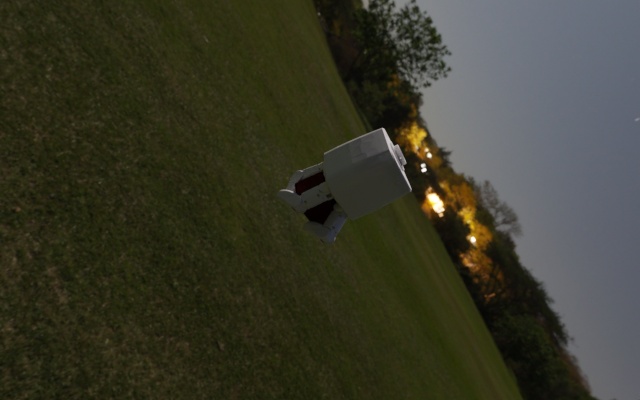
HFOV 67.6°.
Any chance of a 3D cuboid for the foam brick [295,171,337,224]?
[{"bbox_3d":[0.000,0.003,0.775,0.051,0.053,0.078,-23,-42,14],"label":"foam brick"}]
